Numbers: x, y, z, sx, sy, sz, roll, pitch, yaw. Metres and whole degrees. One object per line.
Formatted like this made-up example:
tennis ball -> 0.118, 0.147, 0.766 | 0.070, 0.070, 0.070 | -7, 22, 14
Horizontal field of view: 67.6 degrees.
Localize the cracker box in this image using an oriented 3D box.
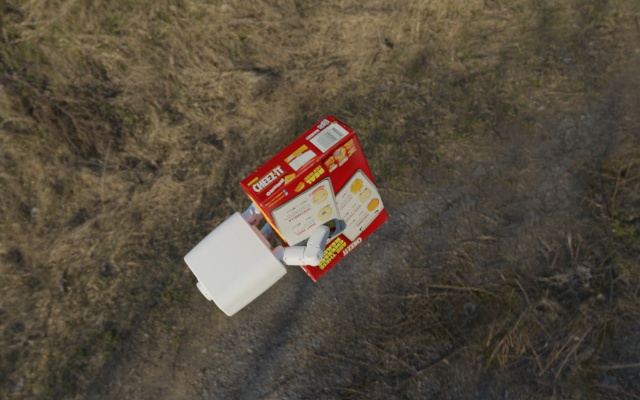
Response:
cracker box -> 0.000, 0.002, 0.721 | 0.072, 0.164, 0.214 | 43, -12, 40
